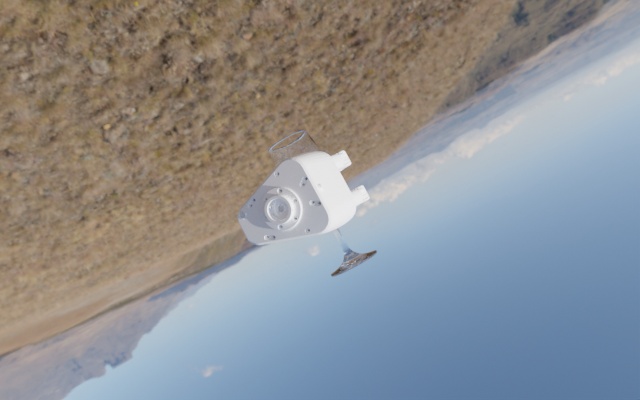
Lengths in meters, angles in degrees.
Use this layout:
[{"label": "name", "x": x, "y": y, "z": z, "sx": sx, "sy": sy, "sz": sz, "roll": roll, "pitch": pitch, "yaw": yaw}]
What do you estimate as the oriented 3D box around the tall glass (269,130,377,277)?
[{"label": "tall glass", "x": 0.000, "y": 0.003, "z": 0.678, "sx": 0.079, "sy": 0.201, "sz": 0.079, "roll": -28, "pitch": -2, "yaw": -1}]
